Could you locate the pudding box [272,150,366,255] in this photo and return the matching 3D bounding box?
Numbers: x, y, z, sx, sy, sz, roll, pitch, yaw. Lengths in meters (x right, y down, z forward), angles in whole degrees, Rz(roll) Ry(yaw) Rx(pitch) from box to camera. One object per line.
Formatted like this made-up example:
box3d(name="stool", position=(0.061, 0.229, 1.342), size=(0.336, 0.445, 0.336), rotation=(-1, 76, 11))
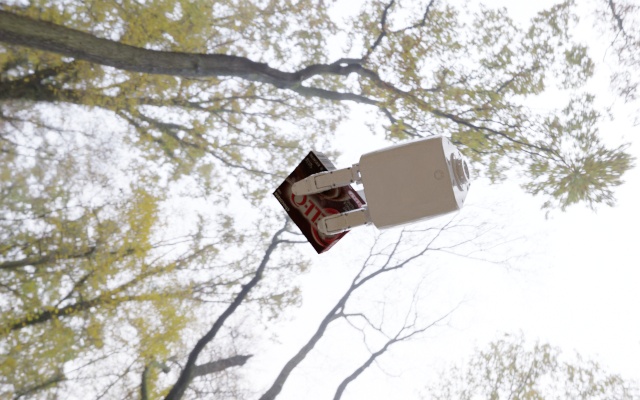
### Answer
box3d(name="pudding box", position=(0.000, 0.002, 0.648), size=(0.090, 0.113, 0.039), rotation=(-45, -18, 24))
